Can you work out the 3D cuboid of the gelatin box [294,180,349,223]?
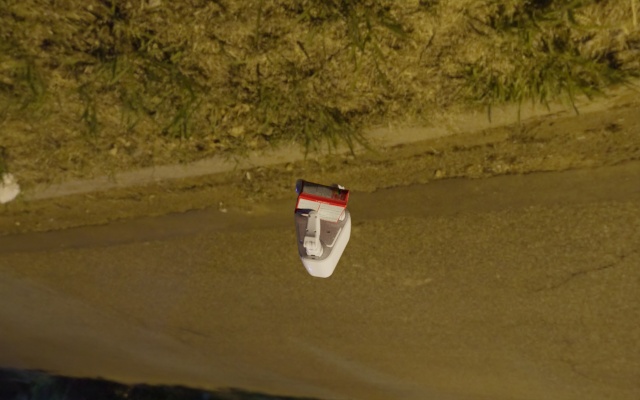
[{"bbox_3d":[0.000,0.003,0.748,0.073,0.030,0.089,12,-20,-4],"label":"gelatin box"}]
